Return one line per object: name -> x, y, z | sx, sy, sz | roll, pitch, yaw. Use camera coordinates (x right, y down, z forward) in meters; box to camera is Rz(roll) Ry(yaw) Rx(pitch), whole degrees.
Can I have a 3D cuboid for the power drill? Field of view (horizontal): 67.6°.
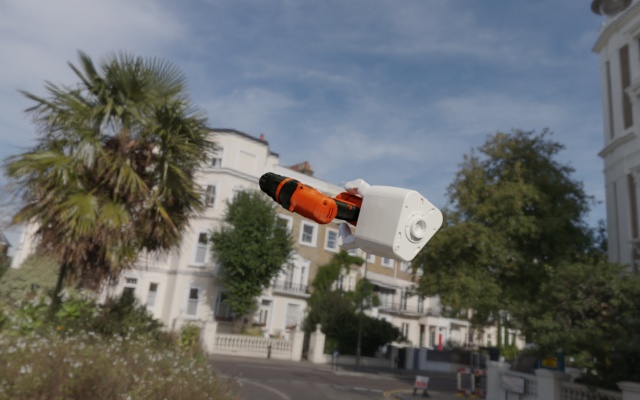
power drill -> 0.001, 0.003, 0.864 | 0.188, 0.057, 0.184 | 11, 13, -46
